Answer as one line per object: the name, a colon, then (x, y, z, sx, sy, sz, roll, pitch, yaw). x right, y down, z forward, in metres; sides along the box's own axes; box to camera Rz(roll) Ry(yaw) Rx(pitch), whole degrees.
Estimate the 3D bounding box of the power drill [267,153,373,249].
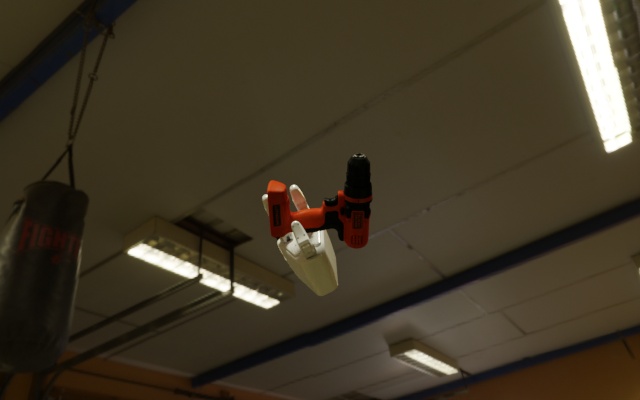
power drill: (0.000, 0.003, 0.866, 0.187, 0.184, 0.057, 1, 24, 3)
